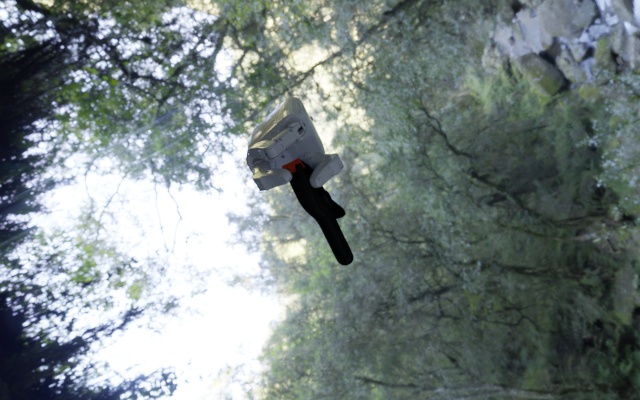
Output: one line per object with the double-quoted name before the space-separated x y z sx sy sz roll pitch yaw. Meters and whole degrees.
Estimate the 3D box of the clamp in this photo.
"clamp" -0.001 0.002 0.698 0.039 0.171 0.120 -26 27 8
